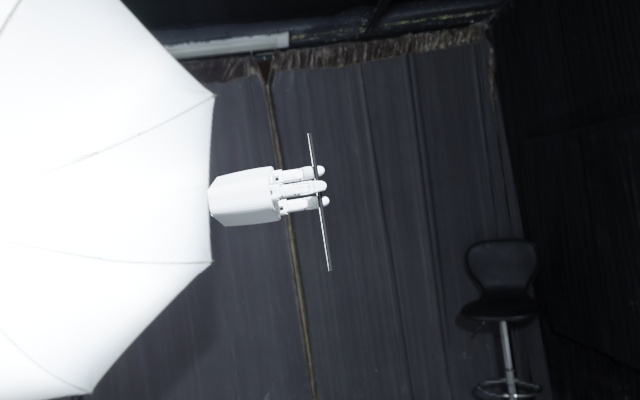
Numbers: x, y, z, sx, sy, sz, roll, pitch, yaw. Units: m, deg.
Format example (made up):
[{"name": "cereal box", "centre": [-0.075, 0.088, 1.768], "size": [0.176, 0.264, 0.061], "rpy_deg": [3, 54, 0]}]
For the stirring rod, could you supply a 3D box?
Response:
[{"name": "stirring rod", "centre": [0.000, 0.003, 0.828], "size": [0.011, 0.239, 0.011], "rpy_deg": [-9, 1, 0]}]
